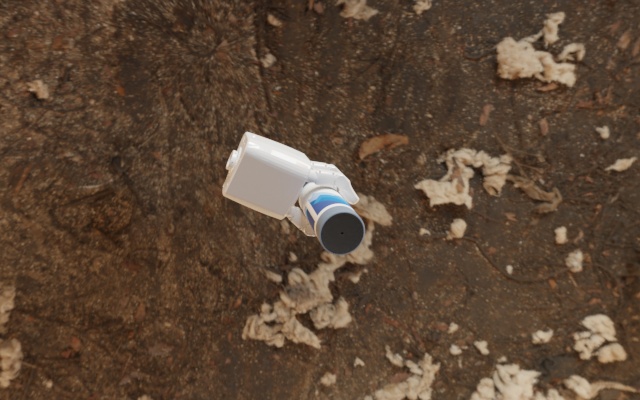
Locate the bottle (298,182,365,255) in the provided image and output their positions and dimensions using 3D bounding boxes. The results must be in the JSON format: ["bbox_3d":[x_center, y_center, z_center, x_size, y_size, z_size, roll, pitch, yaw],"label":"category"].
[{"bbox_3d":[0.000,0.003,0.801,0.069,0.069,0.295,0,17,-13],"label":"bottle"}]
